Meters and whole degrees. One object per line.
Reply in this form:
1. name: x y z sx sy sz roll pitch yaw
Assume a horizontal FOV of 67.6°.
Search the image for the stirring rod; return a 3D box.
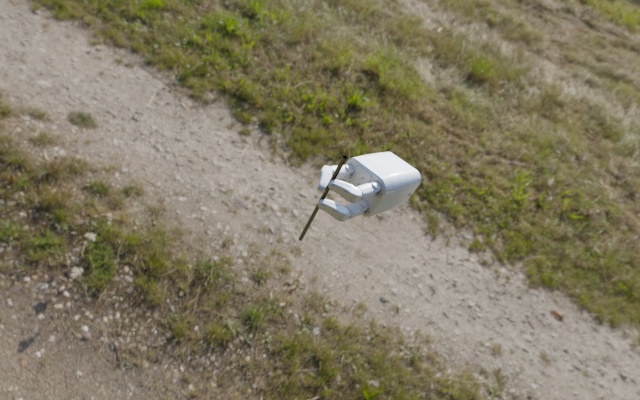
1. stirring rod: 0.000 0.003 0.888 0.011 0.011 0.240 0 -39 -26
